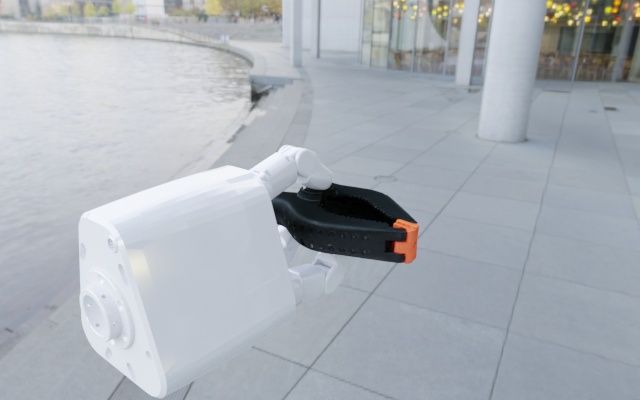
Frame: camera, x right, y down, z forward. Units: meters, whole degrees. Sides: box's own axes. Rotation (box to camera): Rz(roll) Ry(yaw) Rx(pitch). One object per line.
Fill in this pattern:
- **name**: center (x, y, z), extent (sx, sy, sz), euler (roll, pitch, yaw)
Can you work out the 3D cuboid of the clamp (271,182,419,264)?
- **clamp**: center (0.000, 0.001, 0.417), extent (0.210, 0.036, 0.164), euler (16, 27, 36)
